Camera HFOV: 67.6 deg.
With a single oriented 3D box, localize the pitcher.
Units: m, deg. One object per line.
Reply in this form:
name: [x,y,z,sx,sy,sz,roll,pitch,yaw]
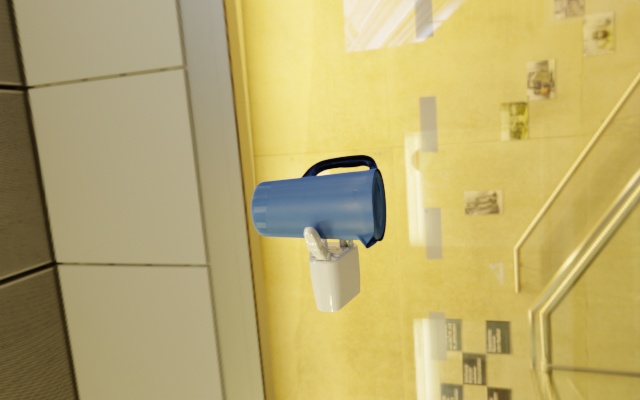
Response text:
pitcher: [0.000,0.003,0.900,0.243,0.145,0.149,-2,18,18]
